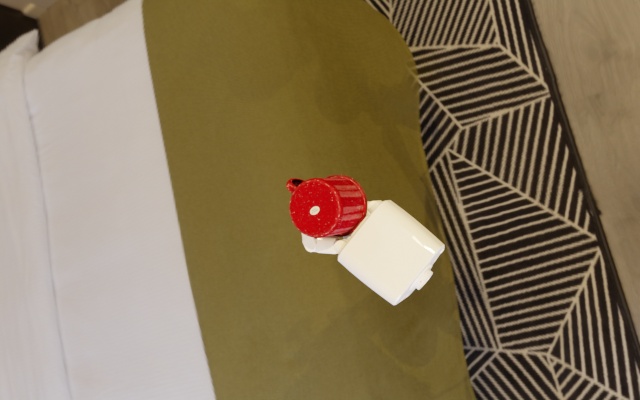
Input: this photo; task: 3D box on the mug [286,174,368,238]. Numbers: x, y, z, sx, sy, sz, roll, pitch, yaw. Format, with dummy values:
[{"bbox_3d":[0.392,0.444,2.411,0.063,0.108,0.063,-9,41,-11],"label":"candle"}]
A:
[{"bbox_3d":[-0.001,0.001,0.679,0.117,0.093,0.081,38,18,20],"label":"mug"}]
